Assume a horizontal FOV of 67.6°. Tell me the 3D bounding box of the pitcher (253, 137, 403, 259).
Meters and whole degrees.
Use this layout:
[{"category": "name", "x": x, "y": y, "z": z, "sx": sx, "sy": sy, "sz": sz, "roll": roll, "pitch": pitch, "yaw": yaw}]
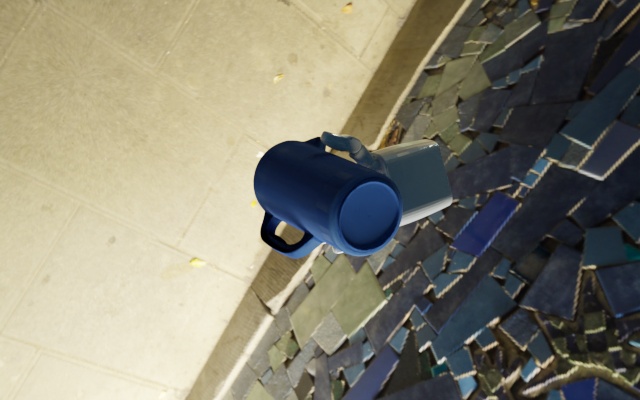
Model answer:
[{"category": "pitcher", "x": 0.000, "y": 0.002, "z": 0.680, "sx": 0.145, "sy": 0.149, "sz": 0.242, "roll": -16, "pitch": 20, "yaw": -23}]
